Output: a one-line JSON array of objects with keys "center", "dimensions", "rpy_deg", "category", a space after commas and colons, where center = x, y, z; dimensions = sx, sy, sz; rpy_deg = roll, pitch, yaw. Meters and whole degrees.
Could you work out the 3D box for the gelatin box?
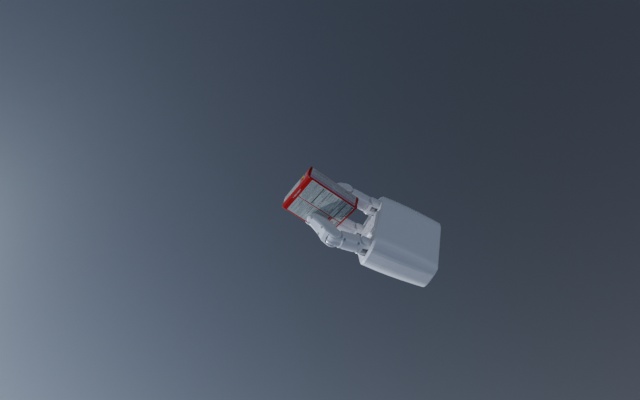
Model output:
[{"center": [0.000, 0.002, 0.710], "dimensions": [0.089, 0.073, 0.030], "rpy_deg": [32, 35, -15], "category": "gelatin box"}]
